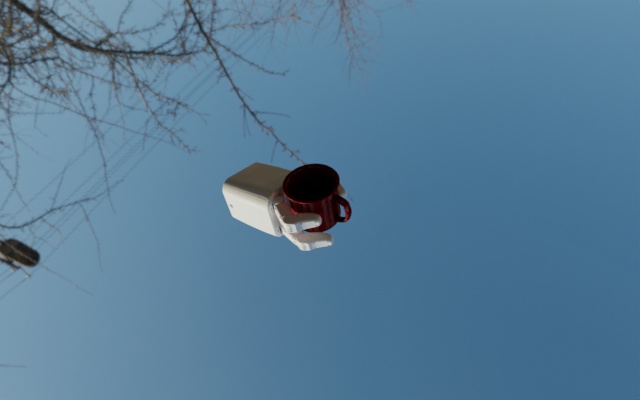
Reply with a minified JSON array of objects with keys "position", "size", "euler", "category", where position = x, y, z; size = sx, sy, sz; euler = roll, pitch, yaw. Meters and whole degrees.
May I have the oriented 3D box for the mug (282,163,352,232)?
[{"position":[0.001,0.003,0.785],"size":[0.117,0.082,0.093],"euler":[19,52,27],"category":"mug"}]
